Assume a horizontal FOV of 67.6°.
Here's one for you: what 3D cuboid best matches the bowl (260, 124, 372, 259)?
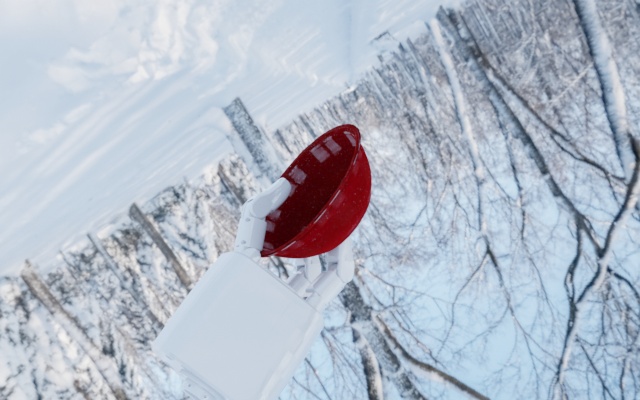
[{"bbox_3d":[0.001,0.001,0.487,0.055,0.162,0.162,37,-16,-22],"label":"bowl"}]
